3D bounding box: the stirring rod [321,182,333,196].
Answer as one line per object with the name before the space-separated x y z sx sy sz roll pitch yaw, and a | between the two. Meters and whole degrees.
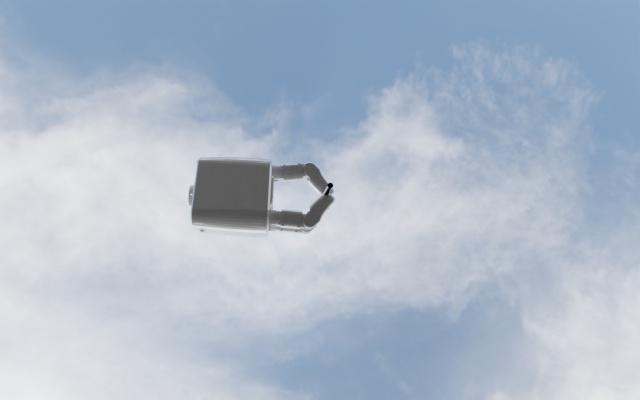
stirring rod | 0.000 0.002 0.743 0.011 0.011 0.239 0 -11 -6
